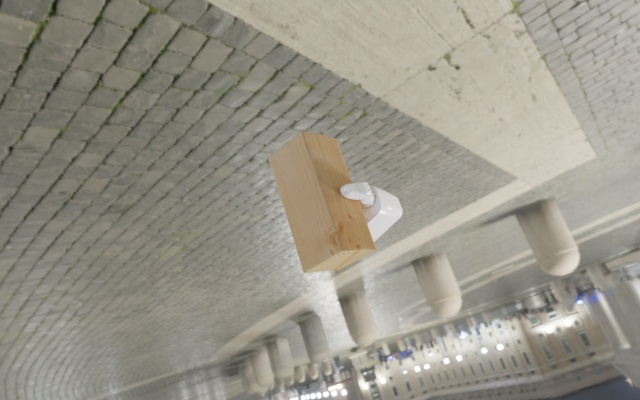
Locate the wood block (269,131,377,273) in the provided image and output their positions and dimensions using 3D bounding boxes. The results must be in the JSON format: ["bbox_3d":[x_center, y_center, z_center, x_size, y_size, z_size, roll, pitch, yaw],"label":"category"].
[{"bbox_3d":[0.001,0.003,0.777,0.091,0.206,0.090,-34,-25,36],"label":"wood block"}]
